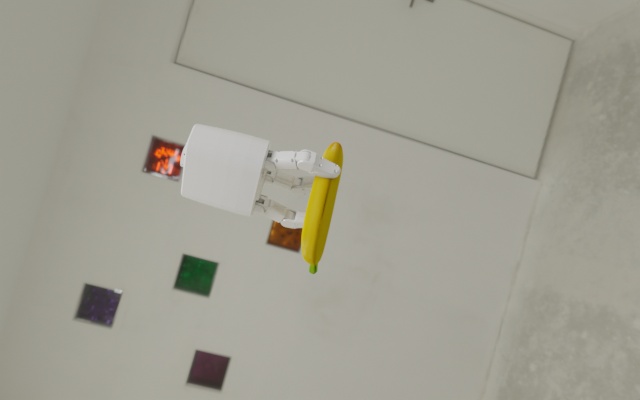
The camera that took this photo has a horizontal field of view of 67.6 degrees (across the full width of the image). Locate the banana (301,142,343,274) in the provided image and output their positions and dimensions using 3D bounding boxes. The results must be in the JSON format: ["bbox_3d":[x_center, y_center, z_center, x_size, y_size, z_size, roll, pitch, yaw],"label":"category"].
[{"bbox_3d":[0.001,0.003,0.672,0.037,0.197,0.069,13,-9,-3],"label":"banana"}]
